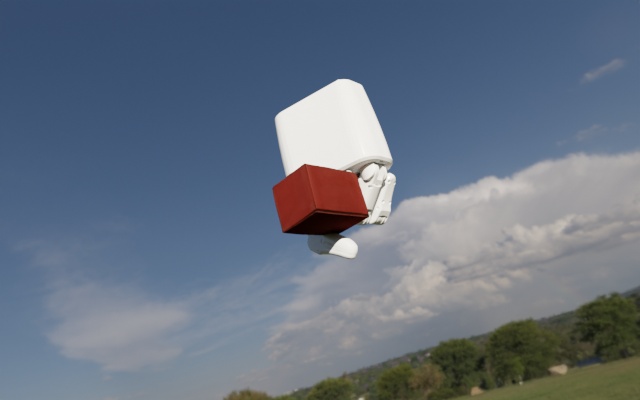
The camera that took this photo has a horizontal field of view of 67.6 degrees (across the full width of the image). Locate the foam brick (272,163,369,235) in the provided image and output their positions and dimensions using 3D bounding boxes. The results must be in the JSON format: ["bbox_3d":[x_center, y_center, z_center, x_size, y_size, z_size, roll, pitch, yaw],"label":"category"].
[{"bbox_3d":[0.000,0.002,0.478,0.078,0.051,0.053,7,-30,-45],"label":"foam brick"}]
